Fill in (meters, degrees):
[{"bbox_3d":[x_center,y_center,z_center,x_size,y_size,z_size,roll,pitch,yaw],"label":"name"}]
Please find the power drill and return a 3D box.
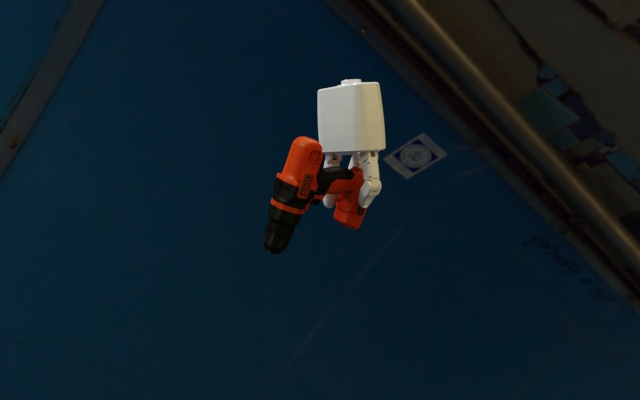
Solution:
[{"bbox_3d":[0.000,0.002,0.768,0.057,0.184,0.188,28,12,39],"label":"power drill"}]
